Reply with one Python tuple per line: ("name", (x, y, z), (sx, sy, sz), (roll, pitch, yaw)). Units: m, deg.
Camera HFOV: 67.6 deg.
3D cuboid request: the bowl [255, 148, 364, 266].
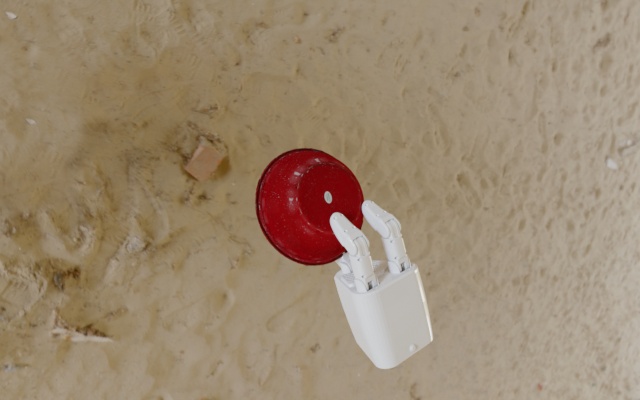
("bowl", (0.000, 0.001, 0.620), (0.162, 0.162, 0.055), (0, -11, -27))
